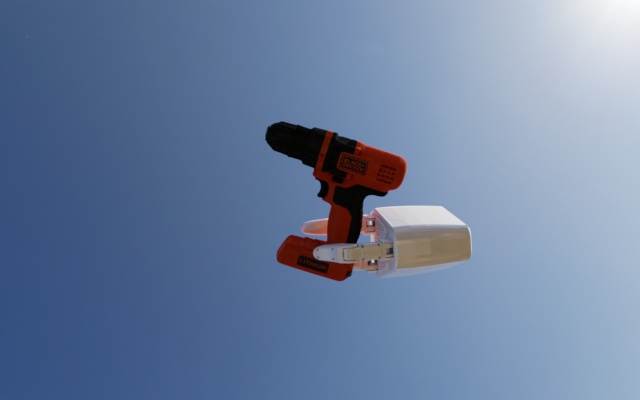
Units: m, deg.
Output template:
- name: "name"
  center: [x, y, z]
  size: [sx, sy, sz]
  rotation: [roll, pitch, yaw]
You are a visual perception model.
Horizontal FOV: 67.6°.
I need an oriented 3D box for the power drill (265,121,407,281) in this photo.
- name: "power drill"
  center: [0.000, 0.003, 0.627]
  size: [0.184, 0.188, 0.057]
  rotation: [18, 21, 3]
